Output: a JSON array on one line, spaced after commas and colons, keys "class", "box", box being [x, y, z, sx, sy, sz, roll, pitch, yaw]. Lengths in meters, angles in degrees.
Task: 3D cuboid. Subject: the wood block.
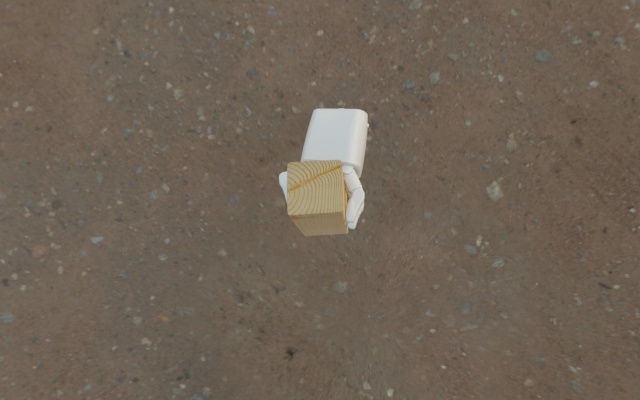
[{"class": "wood block", "box": [0.000, 0.002, 0.860, 0.091, 0.090, 0.206, -3, -14, 5]}]
